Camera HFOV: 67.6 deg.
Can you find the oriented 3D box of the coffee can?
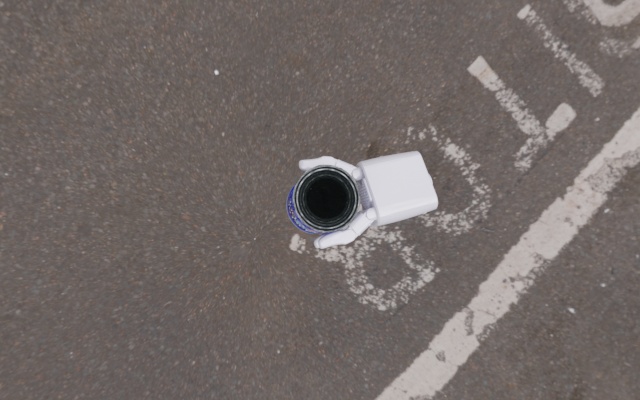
[{"bbox_3d":[0.000,0.003,0.778,0.103,0.103,0.140,0,-4,-8],"label":"coffee can"}]
